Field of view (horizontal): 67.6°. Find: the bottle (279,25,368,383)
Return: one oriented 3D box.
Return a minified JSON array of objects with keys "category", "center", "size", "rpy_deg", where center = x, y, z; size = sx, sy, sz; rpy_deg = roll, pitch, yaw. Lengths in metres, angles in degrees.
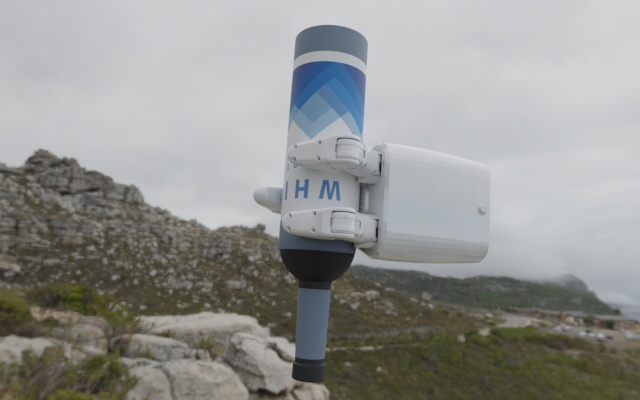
[{"category":"bottle","center":[0.000,0.001,0.413],"size":[0.069,0.295,0.069],"rpy_deg":[4,-9,1]}]
